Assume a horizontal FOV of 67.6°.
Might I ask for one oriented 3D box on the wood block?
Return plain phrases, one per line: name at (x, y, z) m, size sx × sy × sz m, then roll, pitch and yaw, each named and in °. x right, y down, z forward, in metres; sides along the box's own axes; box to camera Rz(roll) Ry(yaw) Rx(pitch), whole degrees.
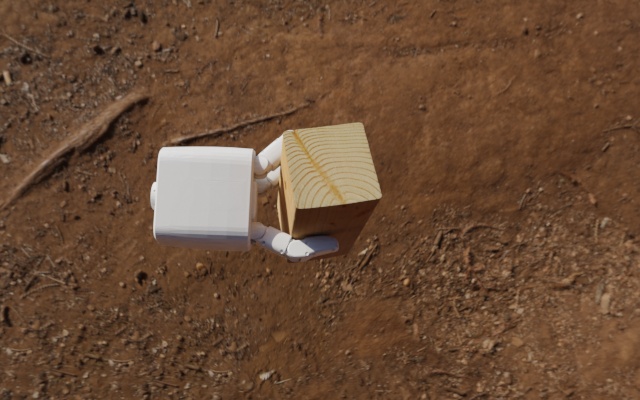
wood block at (0.000, 0.002, 0.579) m, size 0.090 × 0.090 × 0.206 m, roll -8°, pitch -21°, yaw -10°
